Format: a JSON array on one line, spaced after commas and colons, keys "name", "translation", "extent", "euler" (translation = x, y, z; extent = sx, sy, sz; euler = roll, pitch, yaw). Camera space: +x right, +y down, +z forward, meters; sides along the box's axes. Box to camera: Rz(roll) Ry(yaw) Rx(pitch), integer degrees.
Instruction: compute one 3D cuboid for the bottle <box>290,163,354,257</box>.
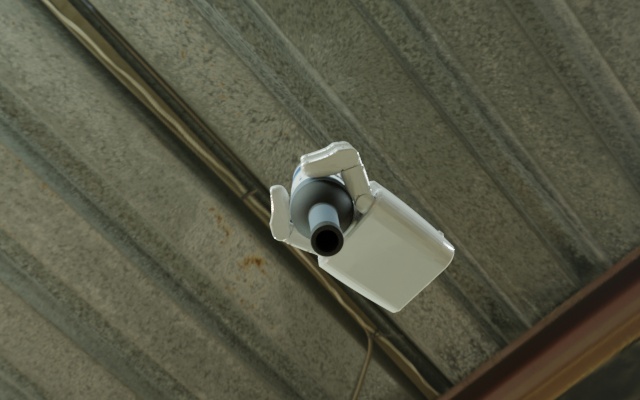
[{"name": "bottle", "translation": [0.000, 0.002, 0.528], "extent": [0.069, 0.069, 0.295], "euler": [0, 12, -2]}]
